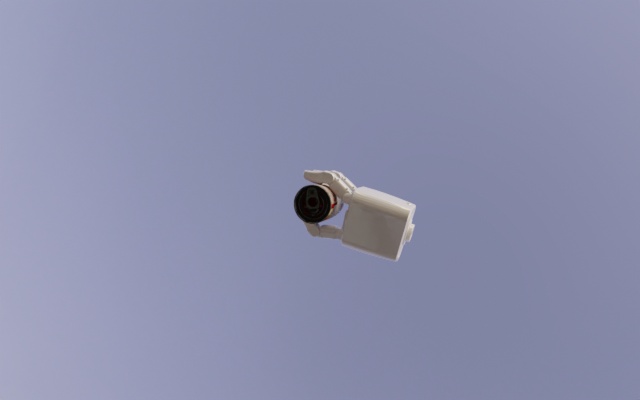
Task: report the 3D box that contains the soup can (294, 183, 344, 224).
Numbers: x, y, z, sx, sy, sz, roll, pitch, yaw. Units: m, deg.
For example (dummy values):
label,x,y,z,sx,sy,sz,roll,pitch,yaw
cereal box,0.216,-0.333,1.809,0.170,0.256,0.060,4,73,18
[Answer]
label,x,y,z,sx,sy,sz,roll,pitch,yaw
soup can,0.000,0.003,0.866,0.068,0.068,0.102,0,4,17
